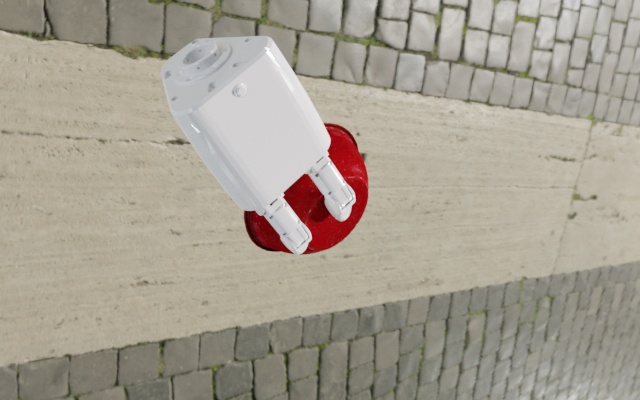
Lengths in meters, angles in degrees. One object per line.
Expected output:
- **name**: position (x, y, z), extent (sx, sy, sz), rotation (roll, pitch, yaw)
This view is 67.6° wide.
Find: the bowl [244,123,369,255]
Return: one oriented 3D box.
- **bowl**: position (0.001, 0.002, 0.513), extent (0.162, 0.162, 0.055), rotation (0, 30, -49)
